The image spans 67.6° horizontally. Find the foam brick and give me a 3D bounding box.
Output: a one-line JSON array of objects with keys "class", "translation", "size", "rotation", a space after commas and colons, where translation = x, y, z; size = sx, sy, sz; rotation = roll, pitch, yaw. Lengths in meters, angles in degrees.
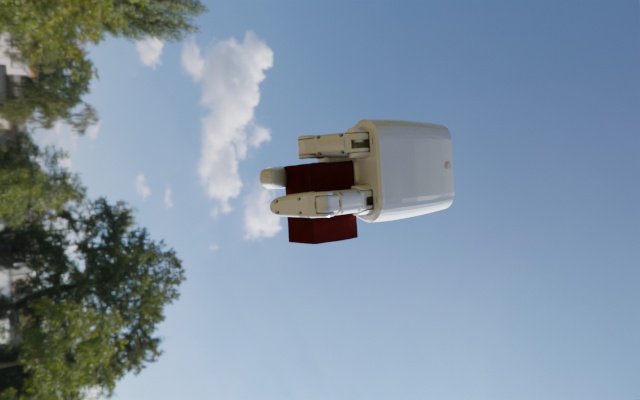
[{"class": "foam brick", "translation": [0.000, 0.002, 0.470], "size": [0.051, 0.078, 0.053], "rotation": [-5, 3, -32]}]
